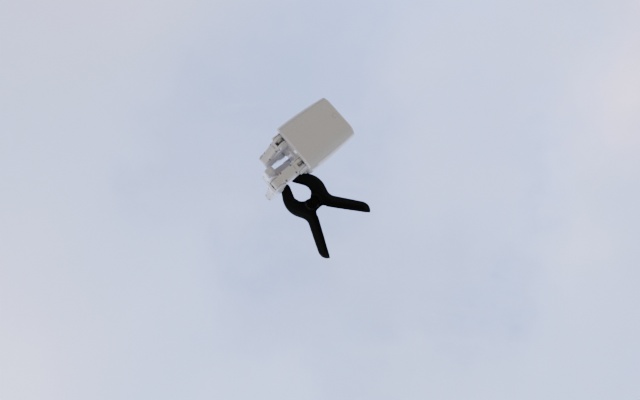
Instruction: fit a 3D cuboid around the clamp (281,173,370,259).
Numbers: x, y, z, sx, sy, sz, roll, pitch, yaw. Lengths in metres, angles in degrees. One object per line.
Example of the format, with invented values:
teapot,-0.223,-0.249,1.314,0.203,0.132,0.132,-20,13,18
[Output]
clamp,0.000,0.003,0.842,0.120,0.171,0.039,-39,-7,-10
